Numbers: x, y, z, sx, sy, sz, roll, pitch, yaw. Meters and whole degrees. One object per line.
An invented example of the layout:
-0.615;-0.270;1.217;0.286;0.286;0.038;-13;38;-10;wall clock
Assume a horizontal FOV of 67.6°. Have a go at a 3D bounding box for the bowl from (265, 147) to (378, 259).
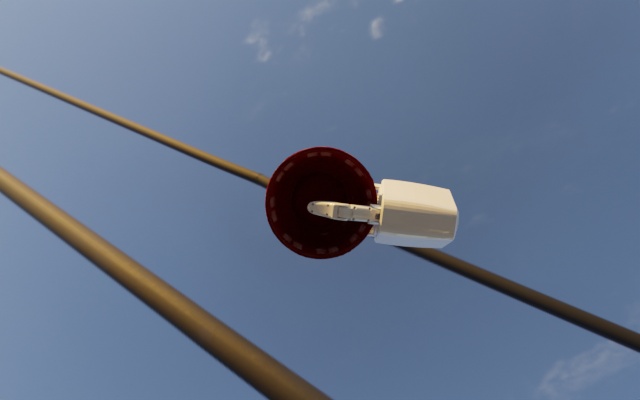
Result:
-0.001;0.002;0.705;0.162;0.162;0.055;0;5;-4;bowl
